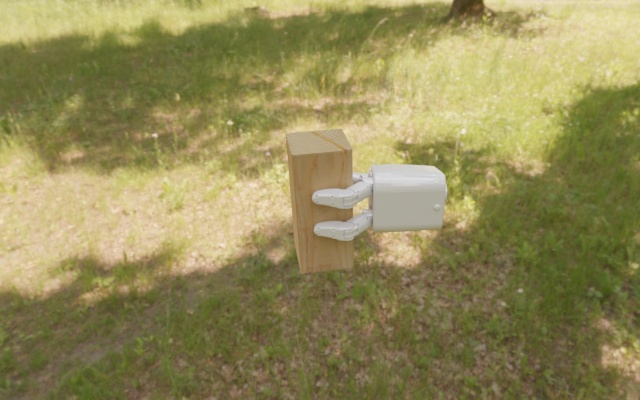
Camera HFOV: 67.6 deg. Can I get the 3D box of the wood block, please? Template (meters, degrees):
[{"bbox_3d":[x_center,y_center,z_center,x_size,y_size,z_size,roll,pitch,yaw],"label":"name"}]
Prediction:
[{"bbox_3d":[0.000,0.002,0.751,0.090,0.206,0.090,-6,29,-6],"label":"wood block"}]
